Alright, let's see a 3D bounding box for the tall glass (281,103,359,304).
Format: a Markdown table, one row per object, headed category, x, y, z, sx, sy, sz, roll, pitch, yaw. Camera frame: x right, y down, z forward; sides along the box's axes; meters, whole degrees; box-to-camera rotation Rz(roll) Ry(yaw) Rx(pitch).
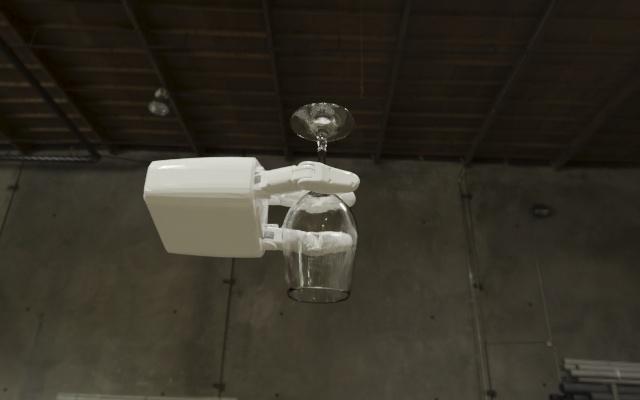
| category | x | y | z | sx | sy | sz | roll | pitch | yaw |
| --- | --- | --- | --- | --- | --- | --- | --- | --- | --- |
| tall glass | 0.000 | 0.001 | 0.500 | 0.079 | 0.201 | 0.079 | 1 | -25 | 0 |
